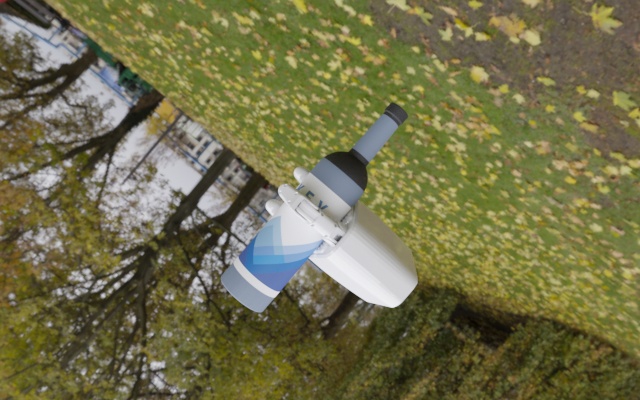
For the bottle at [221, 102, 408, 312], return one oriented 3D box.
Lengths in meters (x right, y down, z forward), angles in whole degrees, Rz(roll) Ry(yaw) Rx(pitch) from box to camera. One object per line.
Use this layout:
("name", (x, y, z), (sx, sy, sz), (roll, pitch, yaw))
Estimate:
("bottle", (0.000, 0.002, 0.579), (0.069, 0.296, 0.069), (41, 1, -1))
